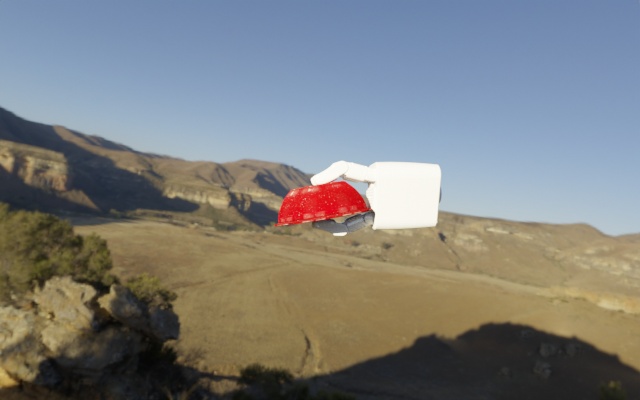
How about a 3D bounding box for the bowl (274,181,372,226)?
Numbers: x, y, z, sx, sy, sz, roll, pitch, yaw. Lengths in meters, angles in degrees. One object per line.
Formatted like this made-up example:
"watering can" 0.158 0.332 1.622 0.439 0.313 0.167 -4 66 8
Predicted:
"bowl" -0.001 0.002 0.779 0.162 0.055 0.162 -10 0 0
